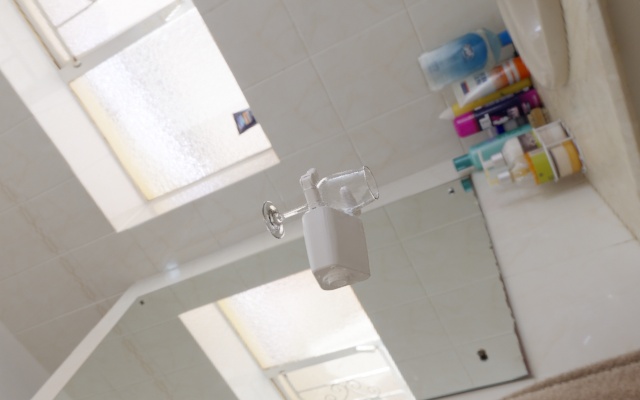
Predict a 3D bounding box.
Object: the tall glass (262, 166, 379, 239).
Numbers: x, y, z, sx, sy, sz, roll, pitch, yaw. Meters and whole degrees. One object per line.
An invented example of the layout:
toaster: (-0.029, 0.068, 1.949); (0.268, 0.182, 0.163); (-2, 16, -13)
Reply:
tall glass: (-0.001, 0.003, 0.851); (0.201, 0.079, 0.079); (-21, -8, 20)
